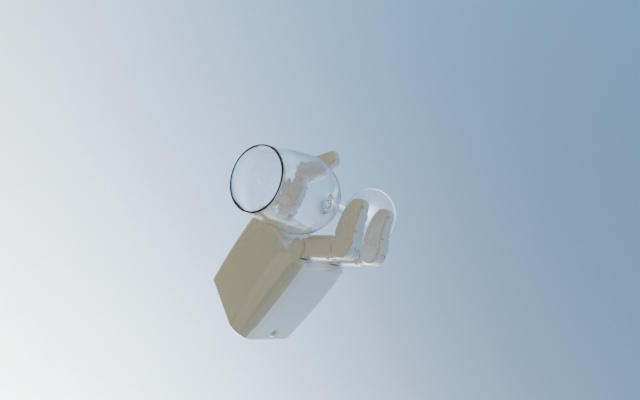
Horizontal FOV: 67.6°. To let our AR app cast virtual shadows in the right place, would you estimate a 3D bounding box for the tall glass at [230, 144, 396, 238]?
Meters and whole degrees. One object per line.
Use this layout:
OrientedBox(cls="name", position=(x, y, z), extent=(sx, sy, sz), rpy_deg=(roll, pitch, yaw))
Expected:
OrientedBox(cls="tall glass", position=(0.001, 0.002, 0.489), extent=(0.079, 0.079, 0.201), rpy_deg=(0, -12, 35))
